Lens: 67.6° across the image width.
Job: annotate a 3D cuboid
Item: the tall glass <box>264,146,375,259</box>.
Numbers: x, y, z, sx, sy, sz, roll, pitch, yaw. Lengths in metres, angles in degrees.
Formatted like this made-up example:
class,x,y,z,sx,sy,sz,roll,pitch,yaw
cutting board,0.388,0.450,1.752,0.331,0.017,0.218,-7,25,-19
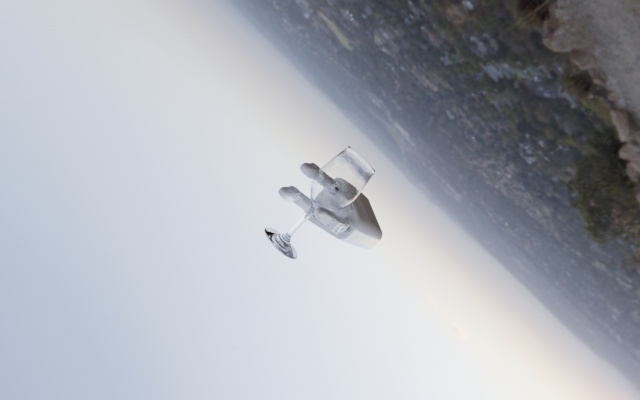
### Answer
class,x,y,z,sx,sy,sz,roll,pitch,yaw
tall glass,0.000,0.003,0.796,0.079,0.201,0.079,42,11,-10
